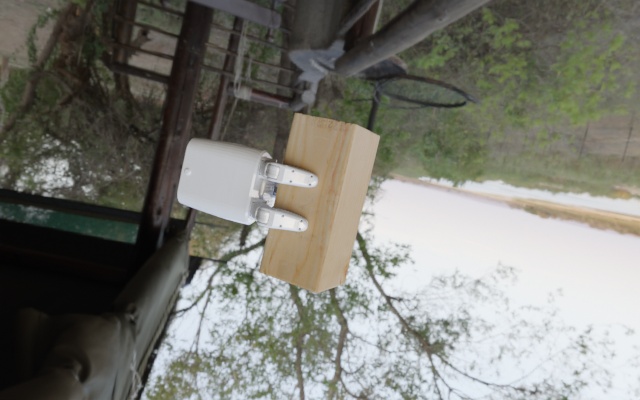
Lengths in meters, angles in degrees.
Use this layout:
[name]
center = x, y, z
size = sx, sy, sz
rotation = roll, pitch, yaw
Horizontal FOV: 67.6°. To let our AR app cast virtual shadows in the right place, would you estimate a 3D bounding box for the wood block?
[wood block]
center = 0.000, 0.002, 0.620
size = 0.090, 0.206, 0.091
rotation = 15, 5, 24
